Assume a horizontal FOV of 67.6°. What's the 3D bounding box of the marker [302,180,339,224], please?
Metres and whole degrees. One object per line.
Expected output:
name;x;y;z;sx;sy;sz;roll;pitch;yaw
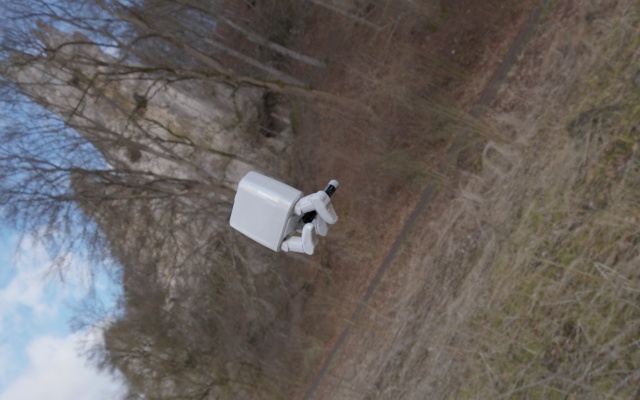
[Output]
marker;0.000;0.003;0.843;0.020;0.020;0.121;0;34;32
